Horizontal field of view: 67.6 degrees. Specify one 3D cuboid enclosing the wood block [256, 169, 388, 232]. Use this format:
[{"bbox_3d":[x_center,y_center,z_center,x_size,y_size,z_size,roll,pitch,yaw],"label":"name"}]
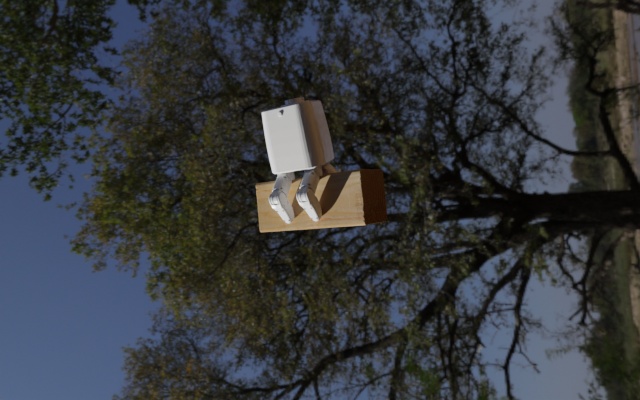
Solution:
[{"bbox_3d":[0.000,0.002,0.823,0.206,0.090,0.091,-6,0,31],"label":"wood block"}]
